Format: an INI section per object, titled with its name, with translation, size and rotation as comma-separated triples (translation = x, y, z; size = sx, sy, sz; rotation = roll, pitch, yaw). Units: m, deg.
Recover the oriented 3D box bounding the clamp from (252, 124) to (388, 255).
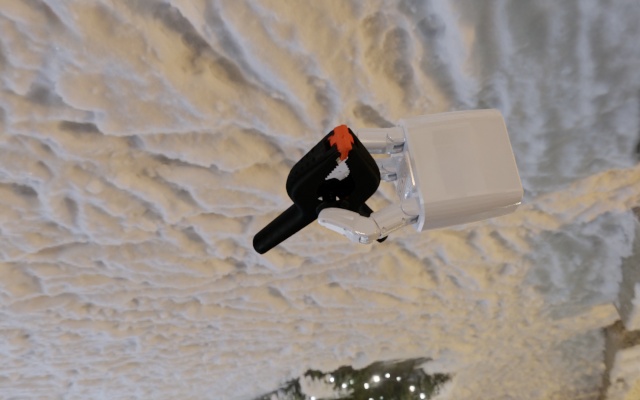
[clamp]
translation = 0.000, 0.002, 0.500
size = 0.164, 0.036, 0.210
rotation = -9, -31, -4
